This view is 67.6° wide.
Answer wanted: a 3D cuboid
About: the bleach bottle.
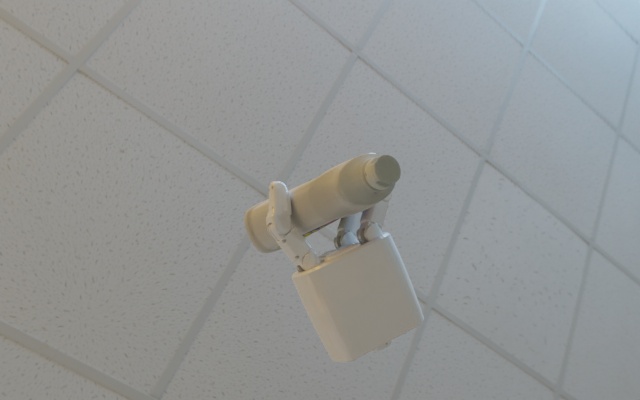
[{"bbox_3d":[0.000,0.002,0.542,0.102,0.068,0.251,-23,-2,-29],"label":"bleach bottle"}]
